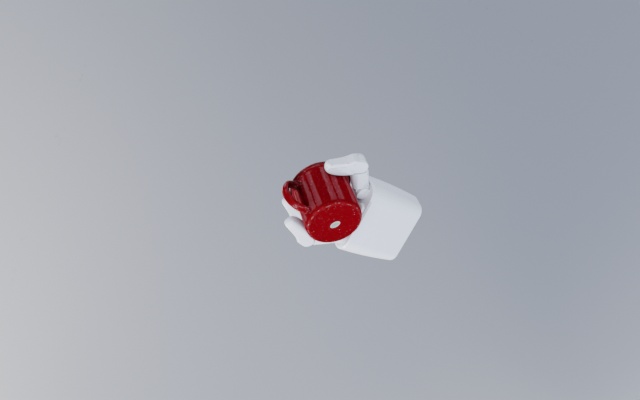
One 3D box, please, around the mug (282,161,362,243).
[{"bbox_3d":[-0.001,0.002,0.673,0.117,0.093,0.081,17,35,-32],"label":"mug"}]
